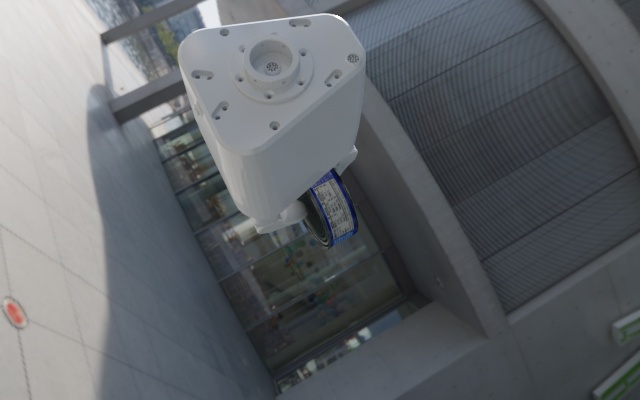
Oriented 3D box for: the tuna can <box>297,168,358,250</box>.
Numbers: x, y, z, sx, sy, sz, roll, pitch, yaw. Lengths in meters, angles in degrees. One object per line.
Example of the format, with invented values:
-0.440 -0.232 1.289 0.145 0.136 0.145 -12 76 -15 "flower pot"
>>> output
0.001 0.001 0.451 0.034 0.086 0.086 -27 7 -14 "tuna can"
